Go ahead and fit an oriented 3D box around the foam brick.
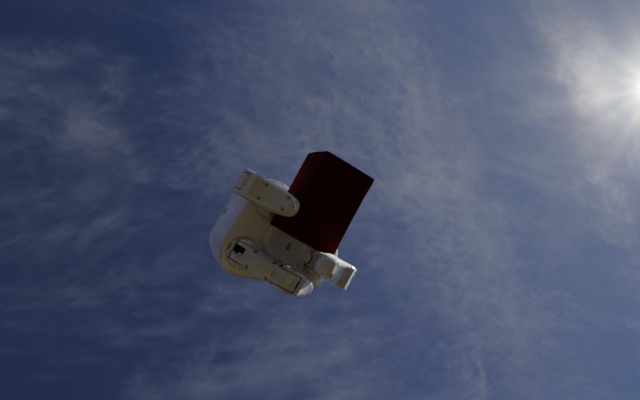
[{"bbox_3d":[0.000,0.001,0.427,0.053,0.078,0.051,32,-7,-19],"label":"foam brick"}]
